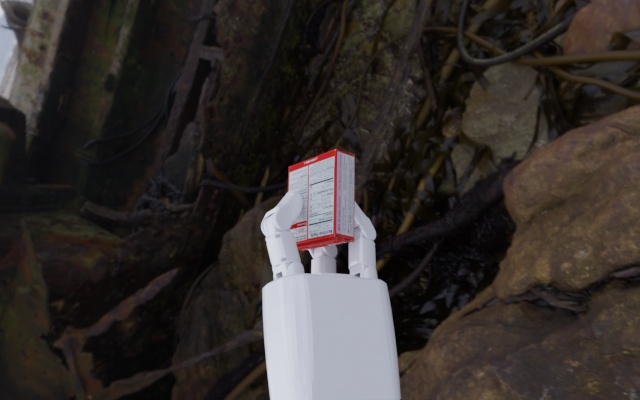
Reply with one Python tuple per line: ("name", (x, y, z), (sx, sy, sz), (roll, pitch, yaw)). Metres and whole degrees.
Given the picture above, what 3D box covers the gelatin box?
("gelatin box", (0.000, 0.001, 0.476), (0.030, 0.089, 0.073), (14, -20, -40))
